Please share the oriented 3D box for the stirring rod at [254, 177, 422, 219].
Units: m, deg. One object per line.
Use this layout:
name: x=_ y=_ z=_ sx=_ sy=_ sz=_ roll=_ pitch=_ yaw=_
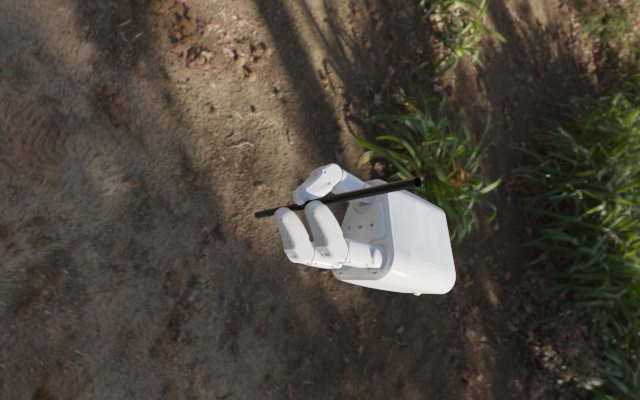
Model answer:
stirring rod: x=0.000 y=0.001 z=0.447 sx=0.011 sy=0.011 sz=0.239 roll=0 pitch=-7 yaw=-37
